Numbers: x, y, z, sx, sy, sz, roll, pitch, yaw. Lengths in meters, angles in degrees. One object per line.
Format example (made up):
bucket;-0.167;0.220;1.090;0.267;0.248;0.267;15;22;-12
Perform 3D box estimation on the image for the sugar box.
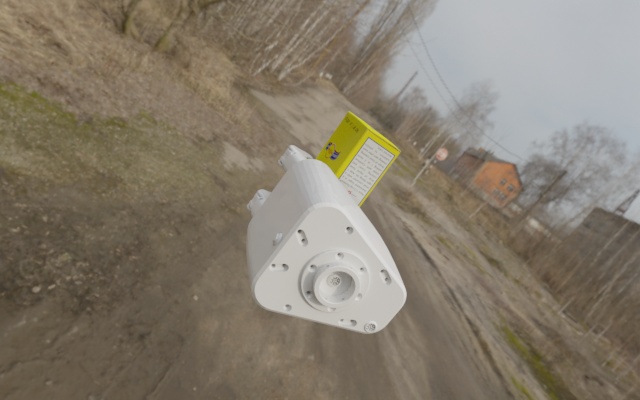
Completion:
sugar box;0.000;0.001;0.474;0.048;0.176;0.093;34;11;-17
